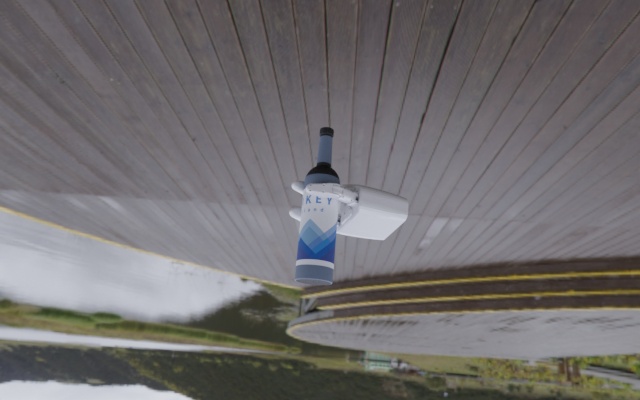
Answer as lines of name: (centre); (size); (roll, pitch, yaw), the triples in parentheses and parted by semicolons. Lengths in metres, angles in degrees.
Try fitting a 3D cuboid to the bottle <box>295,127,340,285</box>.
bottle: (0.000, 0.003, 0.876); (0.069, 0.295, 0.069); (5, -18, 2)
